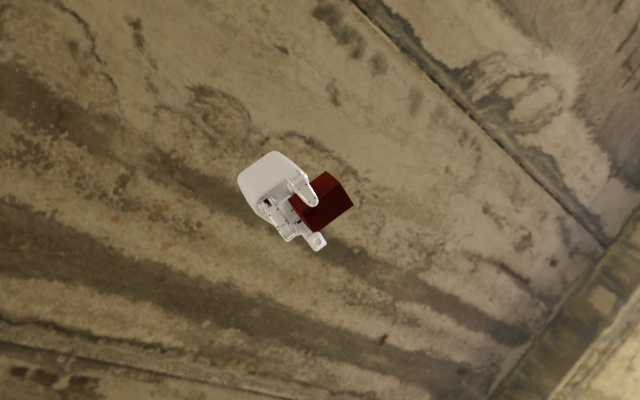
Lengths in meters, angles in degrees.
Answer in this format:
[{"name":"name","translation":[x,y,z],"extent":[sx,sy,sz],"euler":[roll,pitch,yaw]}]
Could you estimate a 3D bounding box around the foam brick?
[{"name":"foam brick","translation":[0.000,0.002,0.737],"extent":[0.078,0.053,0.051],"euler":[-36,36,-6]}]
